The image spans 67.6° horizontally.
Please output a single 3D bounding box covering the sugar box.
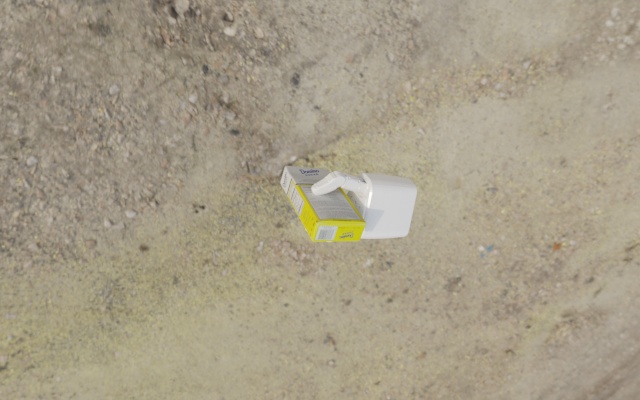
[{"bbox_3d":[0.000,0.003,0.843,0.093,0.048,0.176,3,31,-27],"label":"sugar box"}]
